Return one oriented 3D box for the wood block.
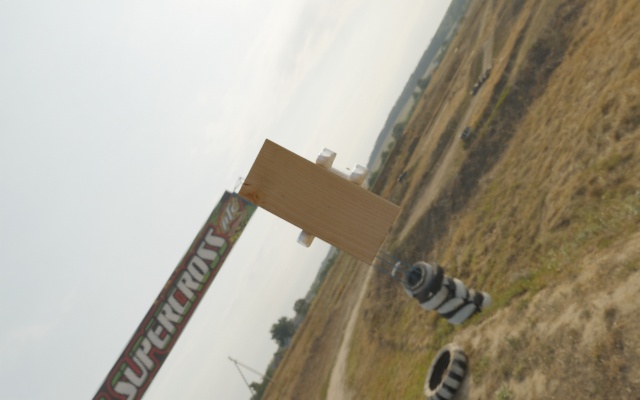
[{"bbox_3d":[0.000,0.002,0.686,0.206,0.091,0.090,27,1,5],"label":"wood block"}]
